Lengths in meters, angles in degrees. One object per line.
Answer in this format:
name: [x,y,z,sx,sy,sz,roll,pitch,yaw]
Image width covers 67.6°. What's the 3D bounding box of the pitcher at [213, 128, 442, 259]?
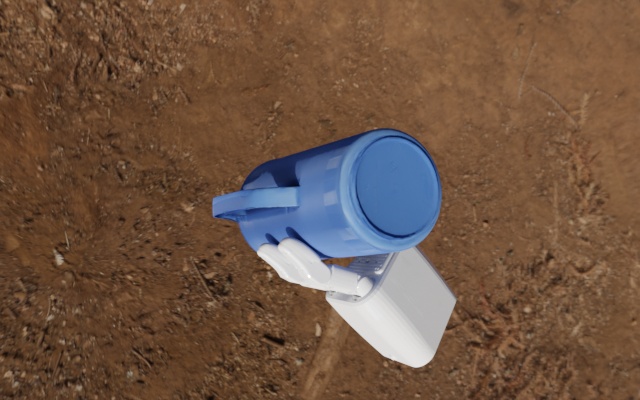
pitcher: [0.000,0.002,0.503,0.149,0.145,0.243,-47,16,-24]
